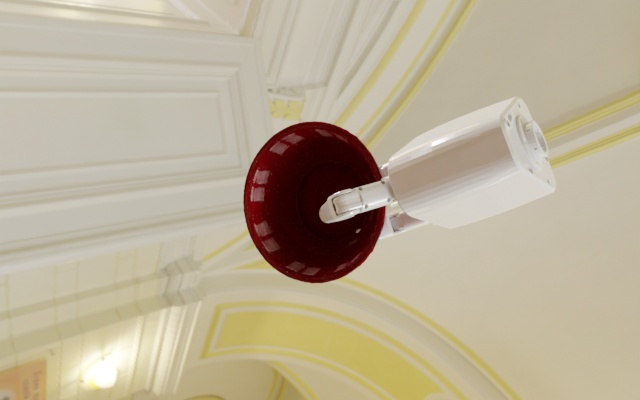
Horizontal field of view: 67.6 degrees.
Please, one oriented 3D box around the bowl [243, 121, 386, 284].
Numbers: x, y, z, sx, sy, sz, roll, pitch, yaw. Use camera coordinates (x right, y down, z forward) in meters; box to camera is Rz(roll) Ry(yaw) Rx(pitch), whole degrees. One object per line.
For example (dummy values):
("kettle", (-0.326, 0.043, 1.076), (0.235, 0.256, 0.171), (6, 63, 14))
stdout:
("bowl", (-0.001, 0.002, 0.499), (0.162, 0.162, 0.055), (0, 1, 27))
